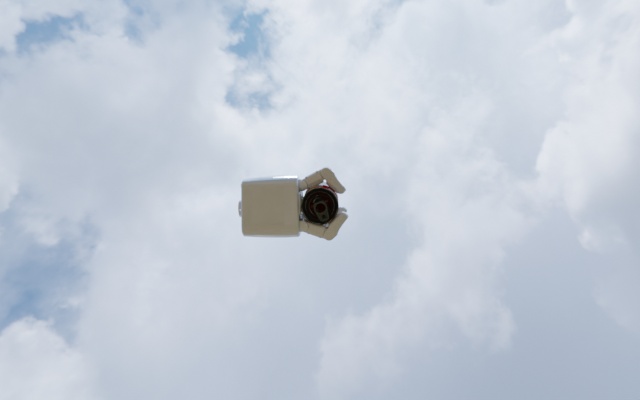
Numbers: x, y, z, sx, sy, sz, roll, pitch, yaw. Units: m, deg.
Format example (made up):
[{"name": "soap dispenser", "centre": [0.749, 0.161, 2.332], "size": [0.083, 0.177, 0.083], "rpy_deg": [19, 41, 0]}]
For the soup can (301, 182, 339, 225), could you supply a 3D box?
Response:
[{"name": "soup can", "centre": [0.001, 0.003, 0.897], "size": [0.068, 0.068, 0.102], "rpy_deg": [0, 9, 2]}]
